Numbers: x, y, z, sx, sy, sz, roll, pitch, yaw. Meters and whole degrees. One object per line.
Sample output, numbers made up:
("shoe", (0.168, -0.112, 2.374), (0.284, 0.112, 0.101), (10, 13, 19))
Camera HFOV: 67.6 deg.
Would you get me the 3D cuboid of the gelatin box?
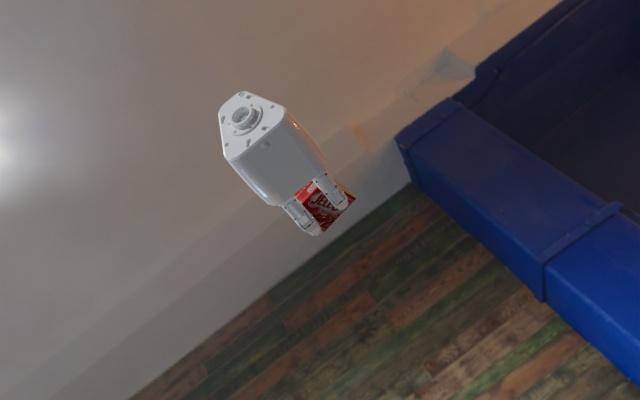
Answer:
("gelatin box", (0.000, 0.002, 0.703), (0.089, 0.073, 0.030), (28, 19, -51))
